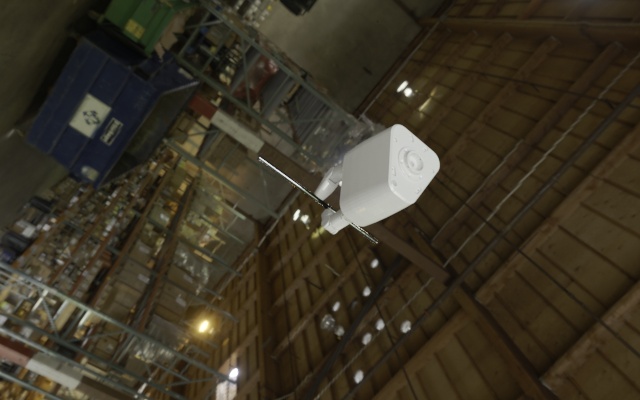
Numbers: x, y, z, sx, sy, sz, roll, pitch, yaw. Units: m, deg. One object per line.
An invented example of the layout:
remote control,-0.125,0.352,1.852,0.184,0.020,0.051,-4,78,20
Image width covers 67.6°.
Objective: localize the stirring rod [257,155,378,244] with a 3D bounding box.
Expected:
stirring rod,0.000,0.002,0.754,0.239,0.011,0.011,36,-13,-19
